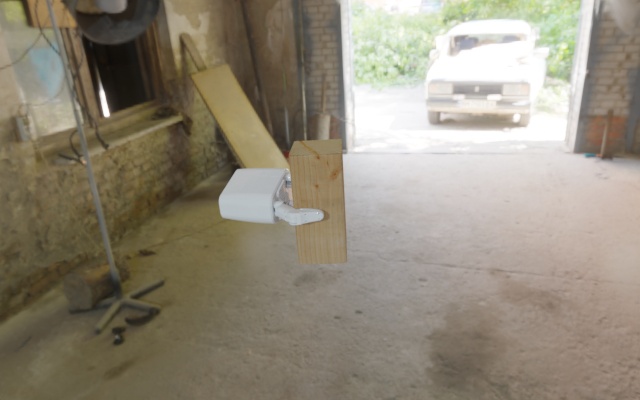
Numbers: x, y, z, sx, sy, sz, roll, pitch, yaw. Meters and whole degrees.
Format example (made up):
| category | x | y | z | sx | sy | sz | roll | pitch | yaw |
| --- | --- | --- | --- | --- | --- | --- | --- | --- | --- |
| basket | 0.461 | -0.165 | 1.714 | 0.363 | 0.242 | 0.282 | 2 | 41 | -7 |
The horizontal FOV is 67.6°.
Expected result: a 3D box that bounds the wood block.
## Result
| category | x | y | z | sx | sy | sz | roll | pitch | yaw |
| --- | --- | --- | --- | --- | --- | --- | --- | --- | --- |
| wood block | 0.000 | 0.003 | 0.859 | 0.090 | 0.206 | 0.090 | -2 | 23 | 5 |
